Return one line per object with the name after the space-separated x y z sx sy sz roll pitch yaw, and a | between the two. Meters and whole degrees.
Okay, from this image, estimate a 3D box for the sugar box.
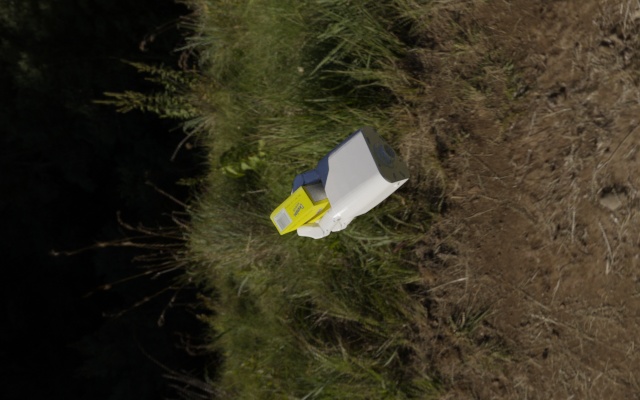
0.000 0.003 0.846 0.093 0.048 0.176 -41 -16 34 | sugar box
